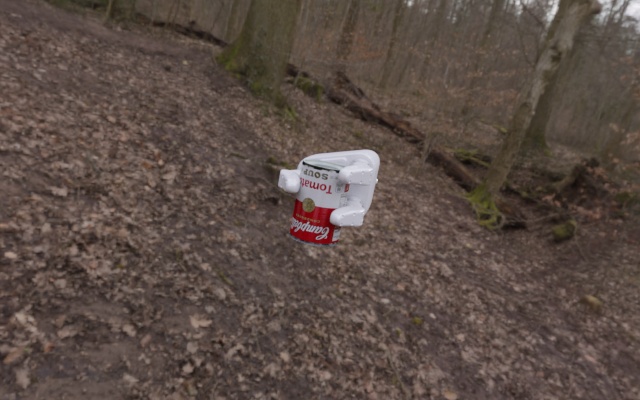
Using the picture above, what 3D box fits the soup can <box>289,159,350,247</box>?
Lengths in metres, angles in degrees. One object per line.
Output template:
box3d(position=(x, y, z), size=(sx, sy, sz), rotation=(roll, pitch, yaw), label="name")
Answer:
box3d(position=(0.000, 0.002, 0.631), size=(0.068, 0.102, 0.068), rotation=(10, 12, -2), label="soup can")
